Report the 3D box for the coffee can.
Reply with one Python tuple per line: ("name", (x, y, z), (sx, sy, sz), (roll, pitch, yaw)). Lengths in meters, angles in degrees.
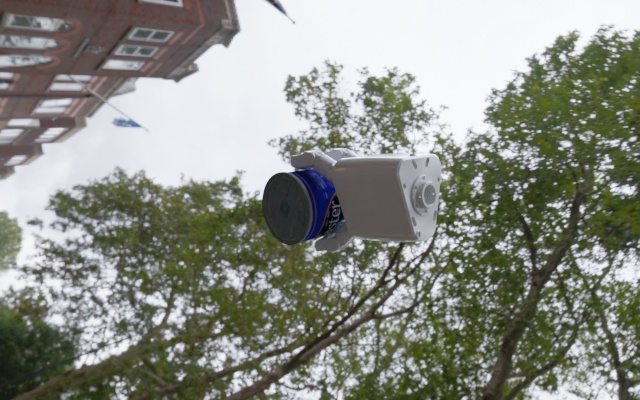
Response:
("coffee can", (0.000, 0.002, 0.706), (0.140, 0.103, 0.103), (-11, 7, -43))
